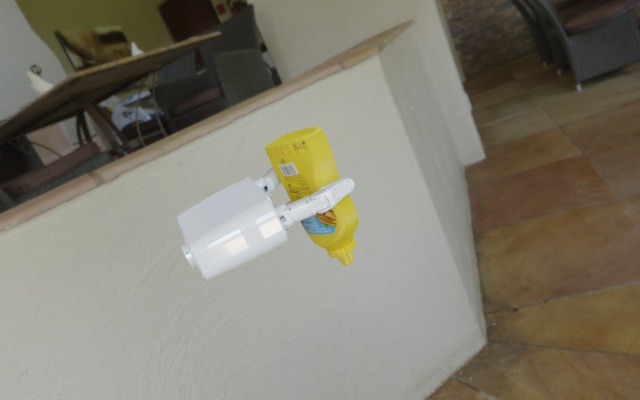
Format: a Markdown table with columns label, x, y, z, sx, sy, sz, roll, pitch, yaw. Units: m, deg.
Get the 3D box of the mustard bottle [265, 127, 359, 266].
| label | x | y | z | sx | sy | sz | roll | pitch | yaw |
| --- | --- | --- | --- | --- | --- | --- | --- | --- | --- |
| mustard bottle | 0.000 | 0.002 | 0.629 | 0.058 | 0.192 | 0.096 | -36 | 20 | -36 |
